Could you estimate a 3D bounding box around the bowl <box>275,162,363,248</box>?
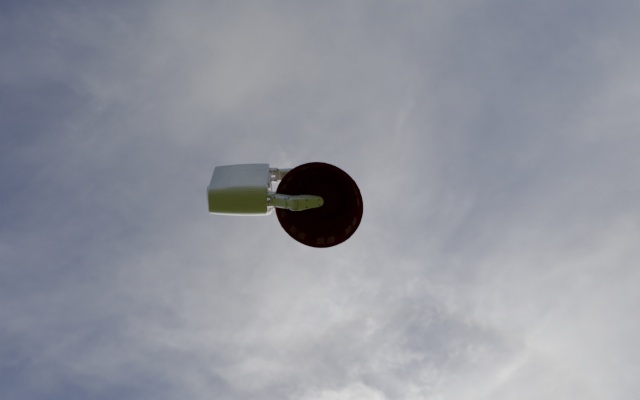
[{"bbox_3d":[0.001,0.003,0.874,0.162,0.162,0.055,0,17,10],"label":"bowl"}]
